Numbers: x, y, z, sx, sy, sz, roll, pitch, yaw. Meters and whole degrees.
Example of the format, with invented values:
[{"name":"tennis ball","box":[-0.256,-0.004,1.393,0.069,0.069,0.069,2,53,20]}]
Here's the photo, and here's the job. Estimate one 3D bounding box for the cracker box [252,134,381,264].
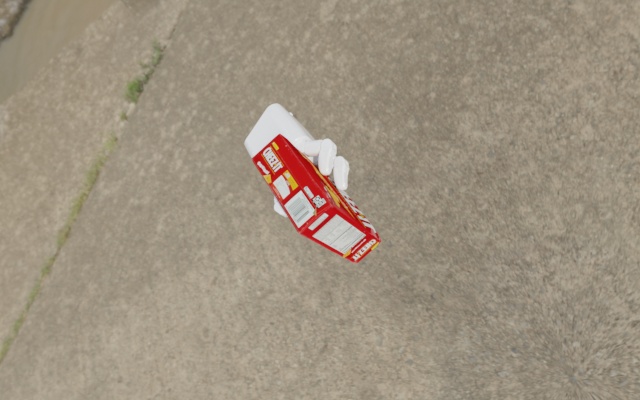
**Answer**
[{"name":"cracker box","box":[0.000,0.003,0.792,0.072,0.164,0.214,-41,-32,9]}]
